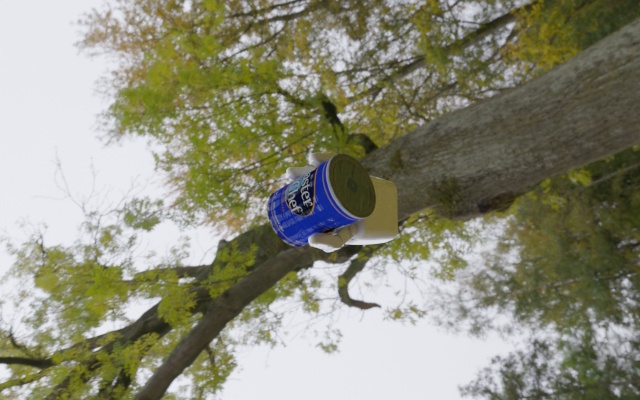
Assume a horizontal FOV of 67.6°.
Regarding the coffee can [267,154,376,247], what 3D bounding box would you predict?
[{"bbox_3d":[0.000,0.002,0.744,0.140,0.102,0.103,-27,-18,38],"label":"coffee can"}]
